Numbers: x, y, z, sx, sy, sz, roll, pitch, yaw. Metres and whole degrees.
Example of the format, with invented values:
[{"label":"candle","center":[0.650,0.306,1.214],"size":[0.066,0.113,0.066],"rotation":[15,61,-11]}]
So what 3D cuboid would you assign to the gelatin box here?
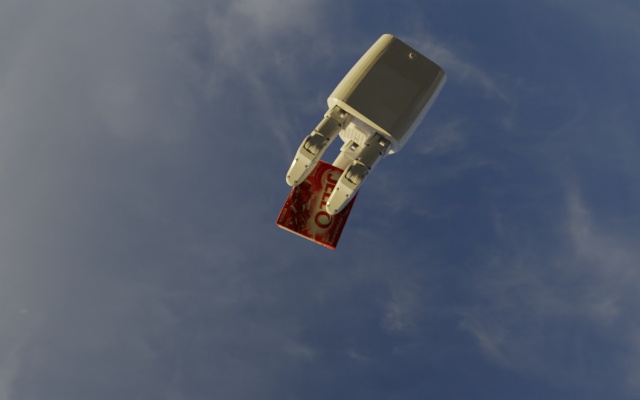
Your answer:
[{"label":"gelatin box","center":[0.000,0.002,0.548],"size":[0.073,0.089,0.030],"rotation":[23,-7,4]}]
